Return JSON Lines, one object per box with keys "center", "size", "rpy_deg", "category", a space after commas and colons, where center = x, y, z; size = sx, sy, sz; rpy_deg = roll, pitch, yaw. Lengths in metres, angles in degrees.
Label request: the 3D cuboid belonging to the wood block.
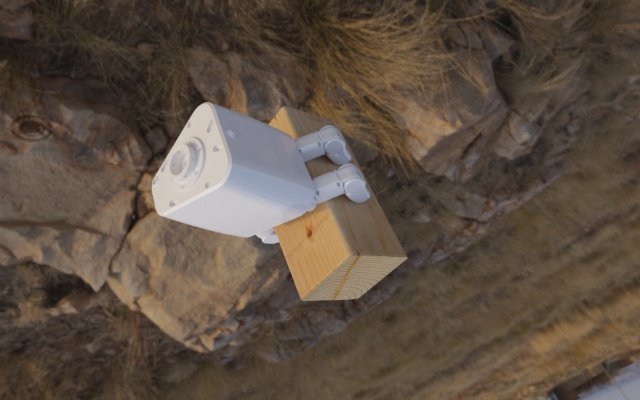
{"center": [0.000, 0.002, 0.551], "size": [0.090, 0.206, 0.091], "rpy_deg": [8, -43, -41], "category": "wood block"}
